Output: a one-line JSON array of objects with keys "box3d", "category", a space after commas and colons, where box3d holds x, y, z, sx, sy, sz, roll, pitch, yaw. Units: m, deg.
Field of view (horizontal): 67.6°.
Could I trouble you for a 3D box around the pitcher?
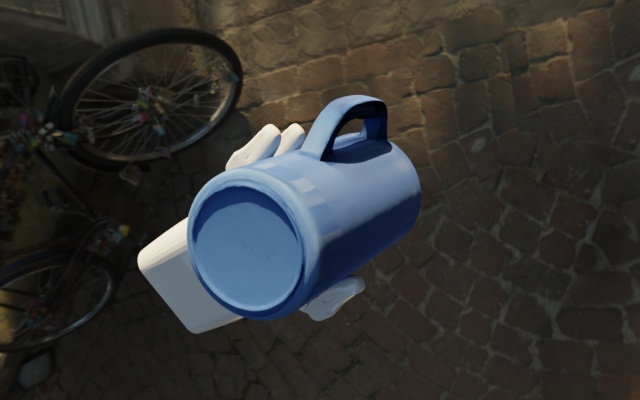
[{"box3d": [0.000, 0.002, 0.423, 0.145, 0.149, 0.243, -28, -2, 26], "category": "pitcher"}]
